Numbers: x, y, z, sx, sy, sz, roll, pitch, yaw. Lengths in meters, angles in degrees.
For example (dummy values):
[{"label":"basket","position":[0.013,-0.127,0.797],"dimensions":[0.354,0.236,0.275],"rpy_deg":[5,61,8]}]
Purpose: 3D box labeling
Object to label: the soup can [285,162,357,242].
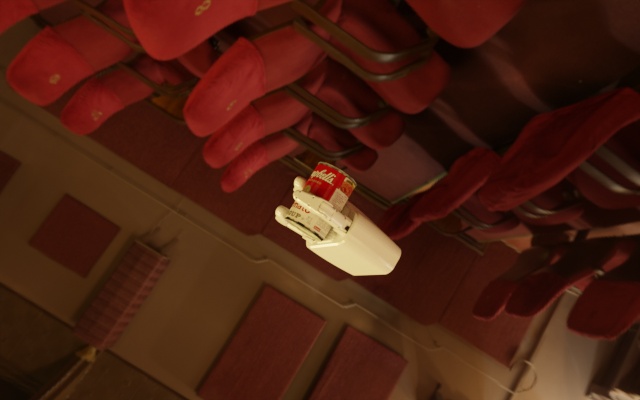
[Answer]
[{"label":"soup can","position":[0.000,0.002,0.722],"dimensions":[0.068,0.102,0.068],"rpy_deg":[30,-10,6]}]
